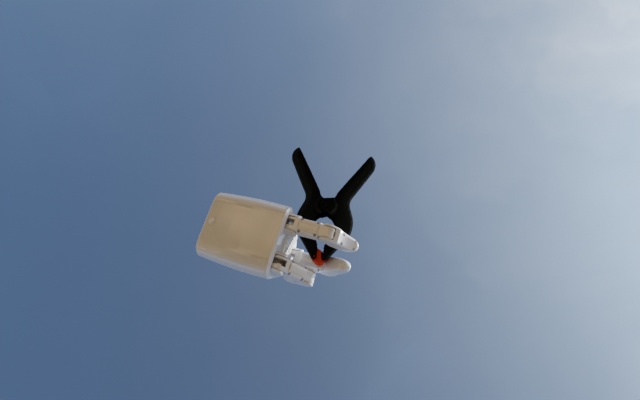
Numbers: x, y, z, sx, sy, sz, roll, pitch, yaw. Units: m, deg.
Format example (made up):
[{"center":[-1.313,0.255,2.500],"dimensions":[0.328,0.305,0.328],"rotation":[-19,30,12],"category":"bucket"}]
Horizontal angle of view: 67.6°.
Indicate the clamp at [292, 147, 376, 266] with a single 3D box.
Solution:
[{"center":[0.000,0.003,0.672],"dimensions":[0.120,0.171,0.039],"rotation":[14,-19,12],"category":"clamp"}]
